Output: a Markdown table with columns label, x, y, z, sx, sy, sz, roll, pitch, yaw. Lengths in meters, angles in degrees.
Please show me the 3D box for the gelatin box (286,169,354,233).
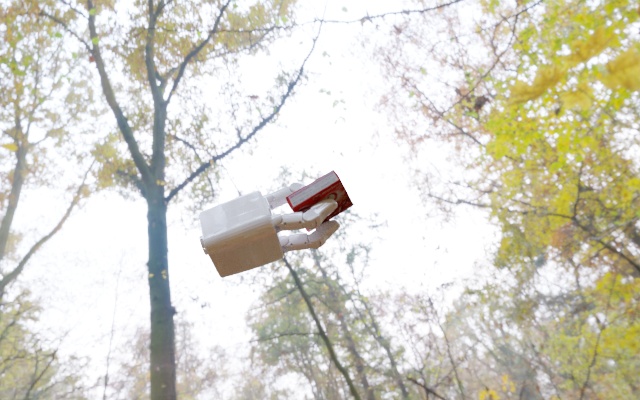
| label | x | y | z | sx | sy | sz | roll | pitch | yaw |
| --- | --- | --- | --- | --- | --- | --- | --- | --- | --- |
| gelatin box | 0.000 | 0.002 | 0.750 | 0.089 | 0.030 | 0.073 | -31 | -40 | 0 |
